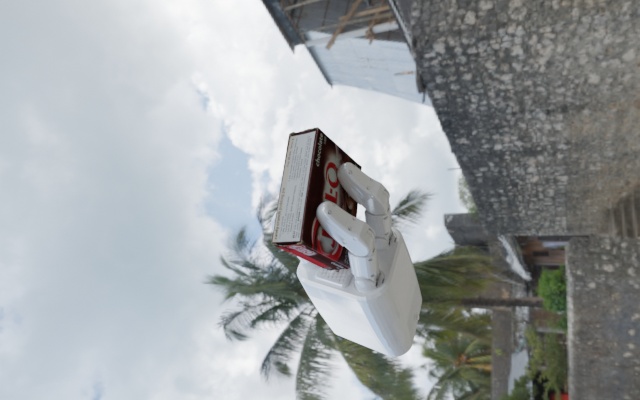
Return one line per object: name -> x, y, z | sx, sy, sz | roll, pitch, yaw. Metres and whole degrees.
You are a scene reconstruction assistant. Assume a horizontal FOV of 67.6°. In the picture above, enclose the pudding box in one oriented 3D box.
pudding box -> 0.000, 0.002, 0.455 | 0.039, 0.113, 0.090 | -7, -24, 30
